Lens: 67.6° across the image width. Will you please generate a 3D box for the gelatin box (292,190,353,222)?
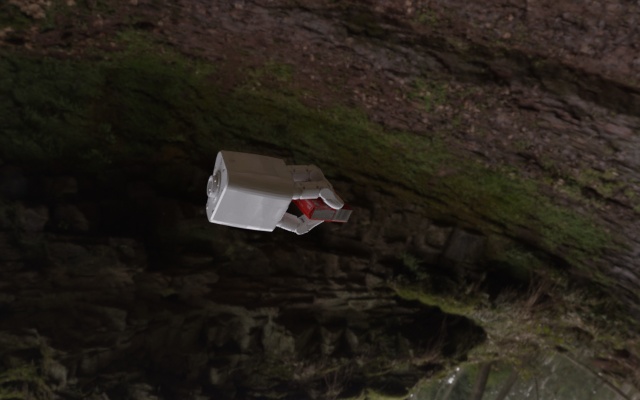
[{"bbox_3d":[0.000,0.003,0.812,0.089,0.030,0.073,6,30,-40],"label":"gelatin box"}]
